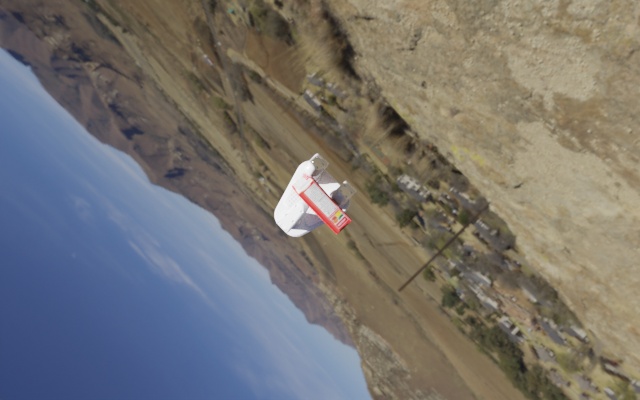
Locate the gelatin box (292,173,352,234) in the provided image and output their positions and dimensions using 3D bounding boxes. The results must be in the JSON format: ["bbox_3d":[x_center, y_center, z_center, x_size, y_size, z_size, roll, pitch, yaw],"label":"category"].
[{"bbox_3d":[0.000,0.002,0.633,0.030,0.073,0.089,-43,12,0],"label":"gelatin box"}]
